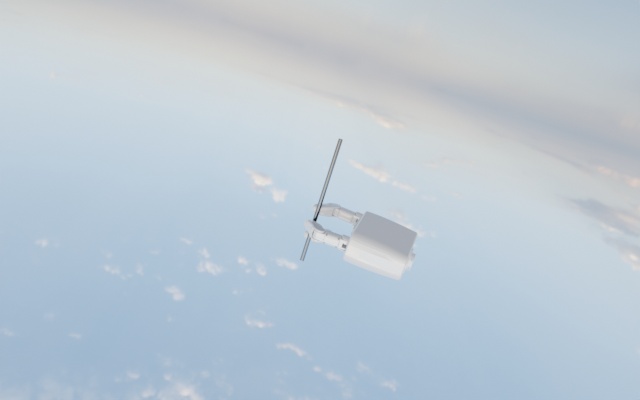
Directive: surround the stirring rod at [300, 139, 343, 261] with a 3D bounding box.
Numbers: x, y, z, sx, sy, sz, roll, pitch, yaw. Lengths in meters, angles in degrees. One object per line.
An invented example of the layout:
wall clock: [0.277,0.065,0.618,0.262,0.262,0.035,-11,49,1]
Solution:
stirring rod: [0.000,0.003,0.868,0.011,0.239,0.011,16,17,-5]
